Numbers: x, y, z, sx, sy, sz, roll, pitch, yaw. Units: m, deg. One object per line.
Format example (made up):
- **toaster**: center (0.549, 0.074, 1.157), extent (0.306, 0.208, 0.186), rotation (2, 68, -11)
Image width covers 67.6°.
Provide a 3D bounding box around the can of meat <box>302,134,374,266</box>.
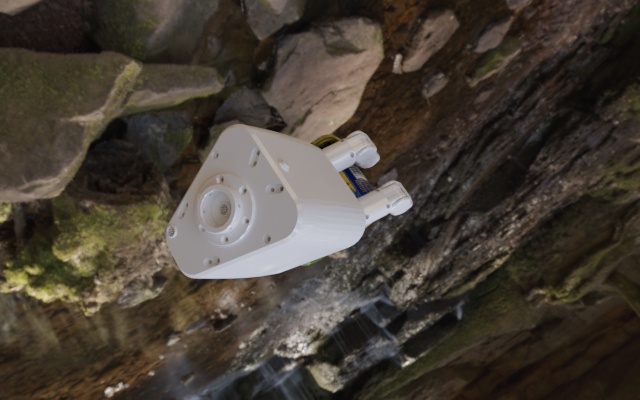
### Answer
- **can of meat**: center (0.000, 0.002, 0.462), extent (0.102, 0.084, 0.057), rotation (-39, -20, 15)
